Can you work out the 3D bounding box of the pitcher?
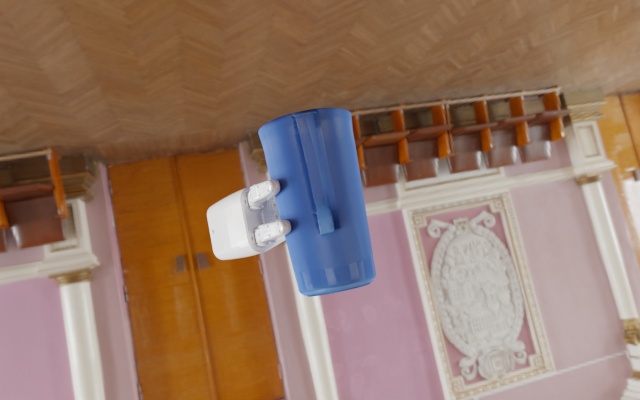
[{"bbox_3d":[0.000,0.002,0.651,0.145,0.243,0.149,-18,-9,42],"label":"pitcher"}]
